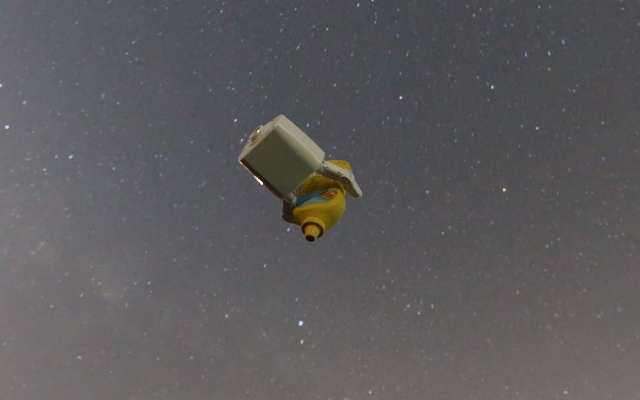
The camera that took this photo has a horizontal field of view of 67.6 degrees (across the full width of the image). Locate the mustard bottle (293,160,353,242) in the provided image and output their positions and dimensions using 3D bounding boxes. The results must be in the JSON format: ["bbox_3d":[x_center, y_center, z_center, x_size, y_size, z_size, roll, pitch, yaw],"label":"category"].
[{"bbox_3d":[0.000,0.003,0.872,0.096,0.058,0.191,-10,36,21],"label":"mustard bottle"}]
